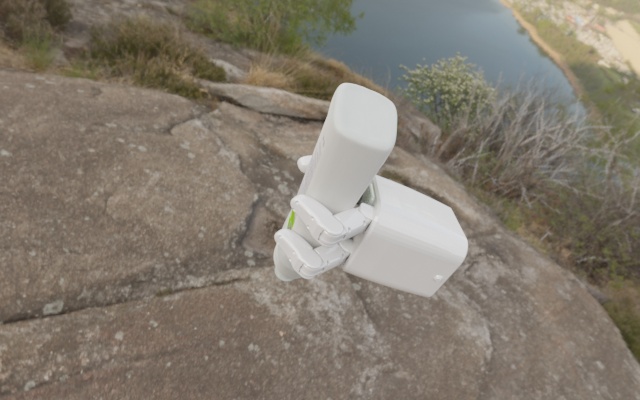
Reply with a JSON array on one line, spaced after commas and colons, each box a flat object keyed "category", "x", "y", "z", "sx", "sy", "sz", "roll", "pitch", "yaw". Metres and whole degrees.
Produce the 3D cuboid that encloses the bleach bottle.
[{"category": "bleach bottle", "x": 0.000, "y": 0.002, "z": 0.533, "sx": 0.068, "sy": 0.251, "sz": 0.102, "roll": 21, "pitch": 41, "yaw": -8}]
